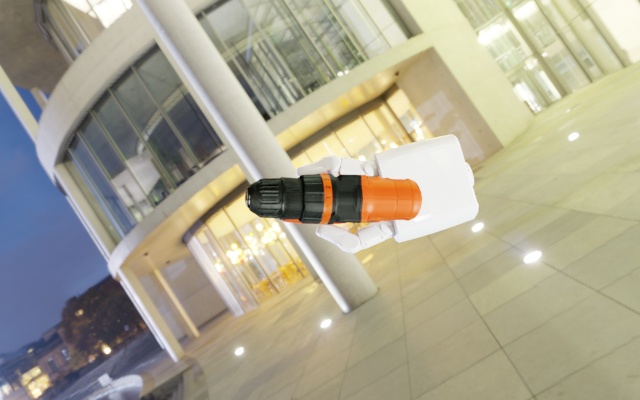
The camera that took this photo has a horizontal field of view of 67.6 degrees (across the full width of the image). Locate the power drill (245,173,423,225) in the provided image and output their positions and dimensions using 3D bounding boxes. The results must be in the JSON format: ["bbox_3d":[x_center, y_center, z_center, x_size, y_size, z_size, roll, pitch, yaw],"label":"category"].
[{"bbox_3d":[0.000,0.002,0.556,0.184,0.057,0.187,2,-1,-13],"label":"power drill"}]
